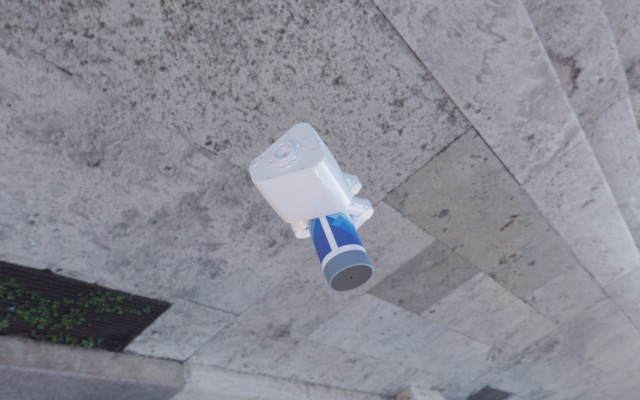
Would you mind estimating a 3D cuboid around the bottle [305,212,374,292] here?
[{"bbox_3d":[0.000,0.003,0.755,0.069,0.295,0.069,-13,-40,-11],"label":"bottle"}]
